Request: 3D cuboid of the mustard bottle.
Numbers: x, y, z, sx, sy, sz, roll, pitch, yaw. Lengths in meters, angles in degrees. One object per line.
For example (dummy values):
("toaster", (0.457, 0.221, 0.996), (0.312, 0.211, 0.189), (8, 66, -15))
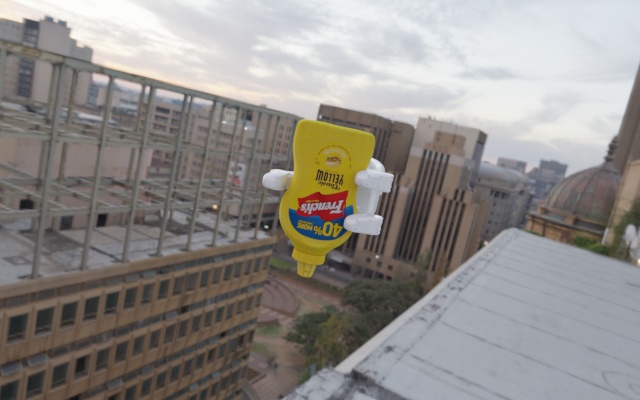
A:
("mustard bottle", (0.000, 0.002, 0.591), (0.096, 0.191, 0.058), (11, 8, -11))
